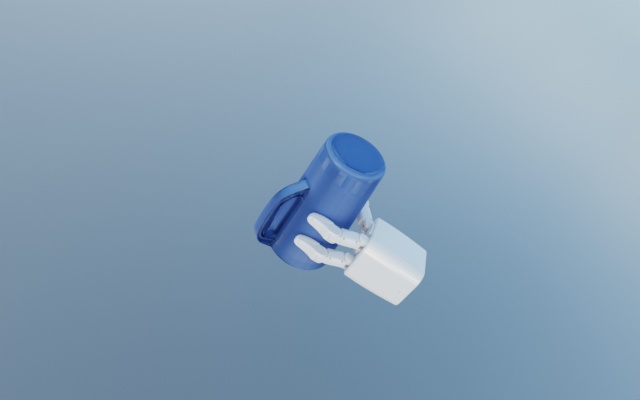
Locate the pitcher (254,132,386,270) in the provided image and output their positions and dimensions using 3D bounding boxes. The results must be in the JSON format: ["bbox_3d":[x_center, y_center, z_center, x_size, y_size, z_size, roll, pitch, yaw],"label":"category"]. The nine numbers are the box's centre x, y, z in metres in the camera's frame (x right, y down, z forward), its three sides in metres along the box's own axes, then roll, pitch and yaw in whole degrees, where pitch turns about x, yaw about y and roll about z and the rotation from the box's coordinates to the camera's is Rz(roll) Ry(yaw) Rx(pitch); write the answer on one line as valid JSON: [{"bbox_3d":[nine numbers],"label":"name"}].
[{"bbox_3d":[0.000,0.003,0.820,0.145,0.243,0.149,34,40,2],"label":"pitcher"}]
